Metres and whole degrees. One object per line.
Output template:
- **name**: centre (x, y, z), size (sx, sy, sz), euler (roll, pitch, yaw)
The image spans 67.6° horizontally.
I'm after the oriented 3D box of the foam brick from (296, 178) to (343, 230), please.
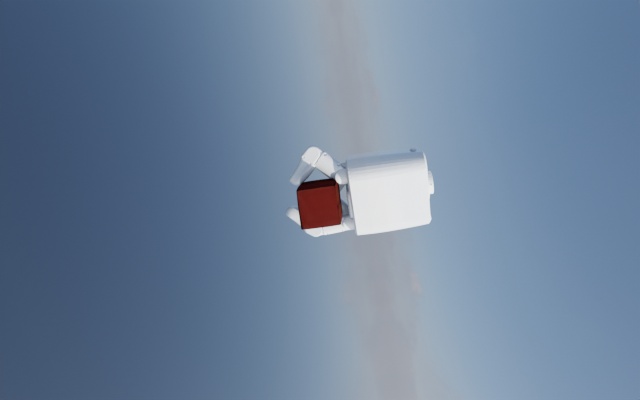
- **foam brick**: centre (0.000, 0.002, 0.632), size (0.051, 0.053, 0.078), euler (-6, 11, 5)
